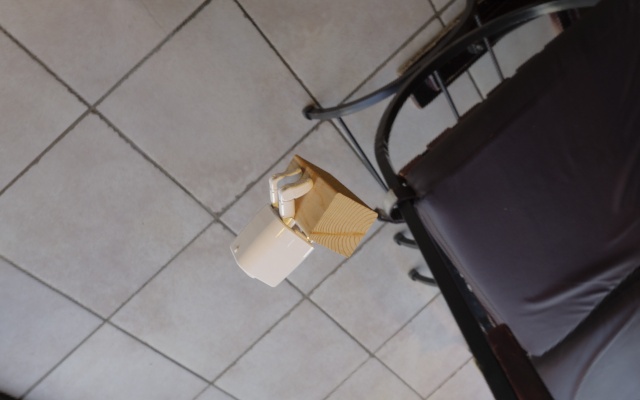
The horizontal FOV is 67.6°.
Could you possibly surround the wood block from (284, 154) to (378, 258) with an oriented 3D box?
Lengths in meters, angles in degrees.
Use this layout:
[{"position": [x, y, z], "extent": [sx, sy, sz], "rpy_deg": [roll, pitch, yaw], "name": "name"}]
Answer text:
[{"position": [0.000, 0.003, 0.844], "extent": [0.091, 0.090, 0.206], "rpy_deg": [29, 9, -30], "name": "wood block"}]
